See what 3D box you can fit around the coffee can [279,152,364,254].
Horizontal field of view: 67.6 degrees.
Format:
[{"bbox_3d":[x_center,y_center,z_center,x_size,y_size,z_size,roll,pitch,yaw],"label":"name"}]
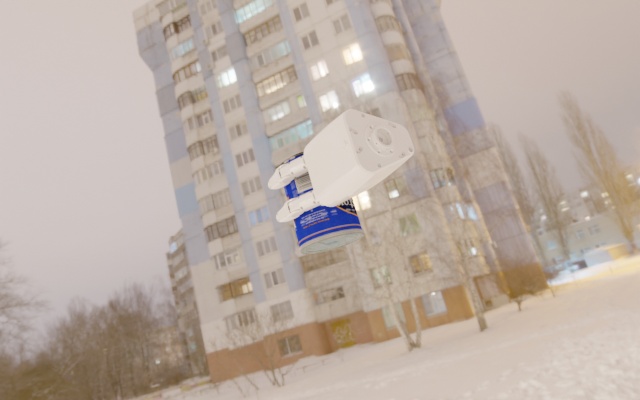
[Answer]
[{"bbox_3d":[0.000,0.003,0.752,0.103,0.140,0.103,-15,-16,-4],"label":"coffee can"}]
